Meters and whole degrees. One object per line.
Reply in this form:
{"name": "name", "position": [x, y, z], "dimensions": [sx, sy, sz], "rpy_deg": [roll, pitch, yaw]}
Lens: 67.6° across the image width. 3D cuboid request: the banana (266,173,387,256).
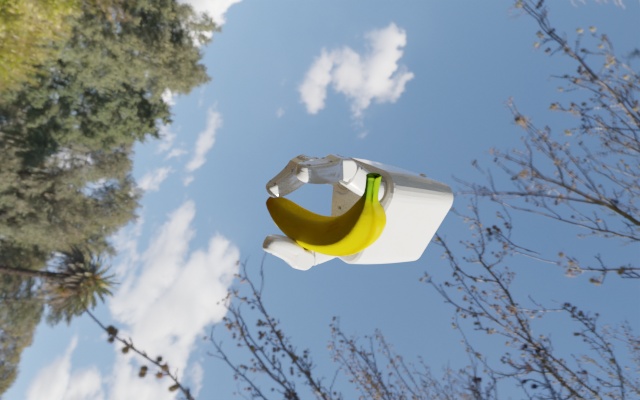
{"name": "banana", "position": [0.004, 0.020, 0.464], "dimensions": [0.037, 0.069, 0.198], "rpy_deg": [-5, -3, -34]}
